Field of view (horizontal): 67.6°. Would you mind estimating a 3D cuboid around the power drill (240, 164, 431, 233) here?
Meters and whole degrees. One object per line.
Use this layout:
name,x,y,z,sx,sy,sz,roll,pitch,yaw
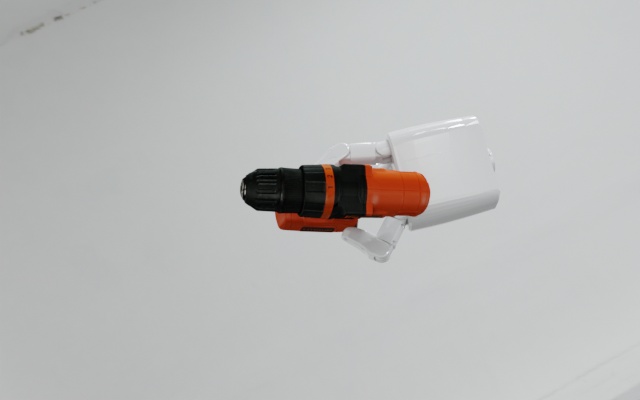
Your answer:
power drill,0.000,0.002,0.522,0.184,0.057,0.187,3,-7,-14
